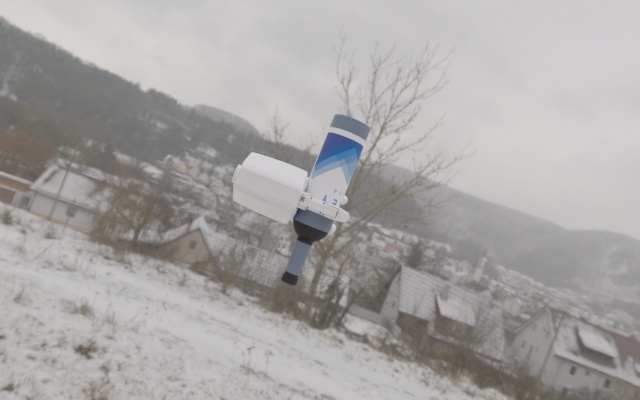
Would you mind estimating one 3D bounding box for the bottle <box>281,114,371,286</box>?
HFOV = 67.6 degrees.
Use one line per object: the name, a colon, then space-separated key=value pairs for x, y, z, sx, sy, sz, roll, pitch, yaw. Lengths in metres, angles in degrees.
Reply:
bottle: x=0.000 y=0.002 z=0.812 sx=0.069 sy=0.295 sz=0.069 roll=22 pitch=-1 yaw=0
